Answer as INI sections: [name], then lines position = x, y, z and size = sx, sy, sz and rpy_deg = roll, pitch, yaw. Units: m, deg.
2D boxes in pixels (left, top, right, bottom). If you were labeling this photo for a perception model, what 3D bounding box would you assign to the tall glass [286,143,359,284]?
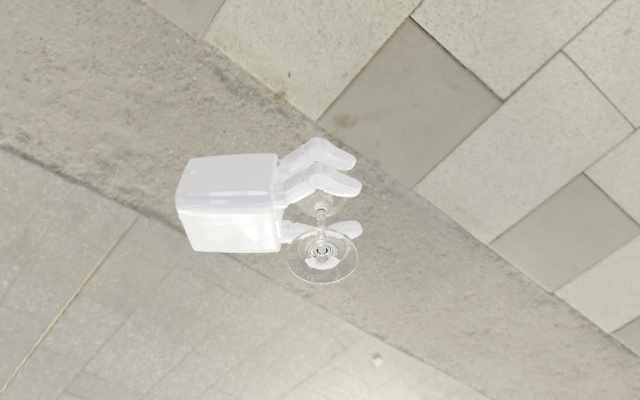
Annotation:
[tall glass]
position = 0.000, 0.002, 0.567
size = 0.079, 0.079, 0.201
rpy_deg = 0, 35, -1
